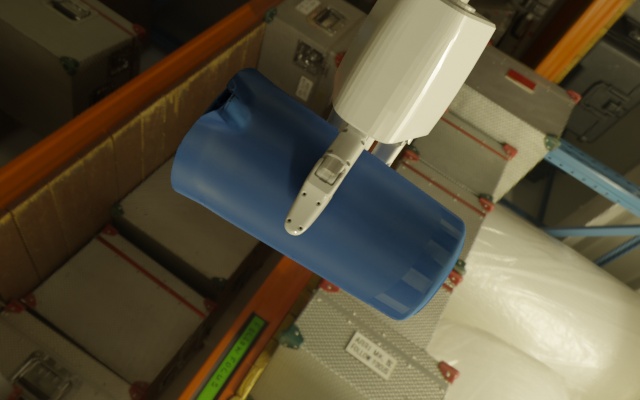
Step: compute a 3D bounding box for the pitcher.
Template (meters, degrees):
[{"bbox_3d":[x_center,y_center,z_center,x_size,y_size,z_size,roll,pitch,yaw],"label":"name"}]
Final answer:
[{"bbox_3d":[0.000,0.001,0.442,0.243,0.145,0.149,34,28,4],"label":"pitcher"}]
